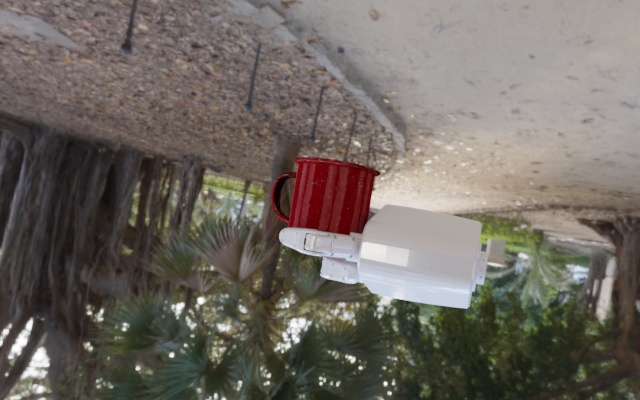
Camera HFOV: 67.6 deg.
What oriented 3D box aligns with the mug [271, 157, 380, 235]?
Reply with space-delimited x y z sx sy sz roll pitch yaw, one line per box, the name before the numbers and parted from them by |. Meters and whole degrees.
mug | -0.001 0.002 0.510 0.117 0.081 0.093 8 -3 20
